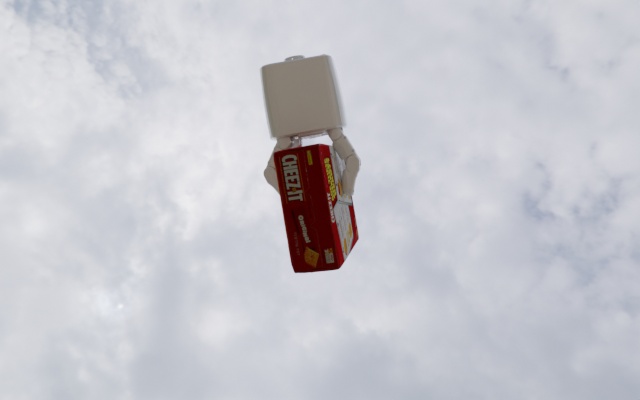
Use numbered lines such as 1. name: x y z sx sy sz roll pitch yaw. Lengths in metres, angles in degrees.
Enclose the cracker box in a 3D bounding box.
1. cracker box: 0.000 0.002 0.710 0.072 0.164 0.213 -9 4 12
